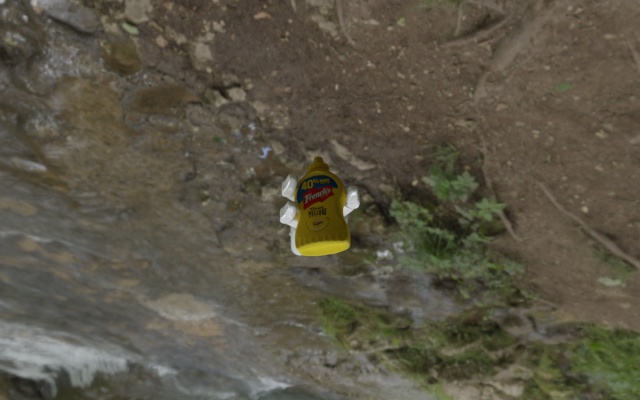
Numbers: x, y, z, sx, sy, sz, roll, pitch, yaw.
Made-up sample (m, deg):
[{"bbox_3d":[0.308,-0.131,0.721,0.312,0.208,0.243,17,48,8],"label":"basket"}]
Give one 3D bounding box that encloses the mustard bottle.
[{"bbox_3d":[0.000,0.003,0.880,0.096,0.191,0.058,-11,-30,14],"label":"mustard bottle"}]
